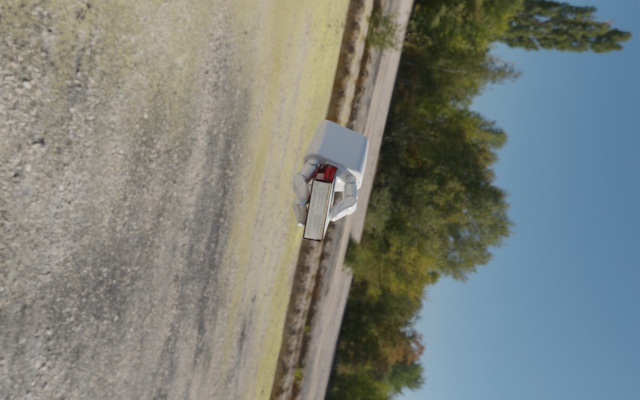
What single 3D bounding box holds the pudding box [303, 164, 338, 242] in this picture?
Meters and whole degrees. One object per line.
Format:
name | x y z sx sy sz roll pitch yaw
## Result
pudding box | 0.000 0.003 0.827 0.039 0.113 0.090 10 21 5
